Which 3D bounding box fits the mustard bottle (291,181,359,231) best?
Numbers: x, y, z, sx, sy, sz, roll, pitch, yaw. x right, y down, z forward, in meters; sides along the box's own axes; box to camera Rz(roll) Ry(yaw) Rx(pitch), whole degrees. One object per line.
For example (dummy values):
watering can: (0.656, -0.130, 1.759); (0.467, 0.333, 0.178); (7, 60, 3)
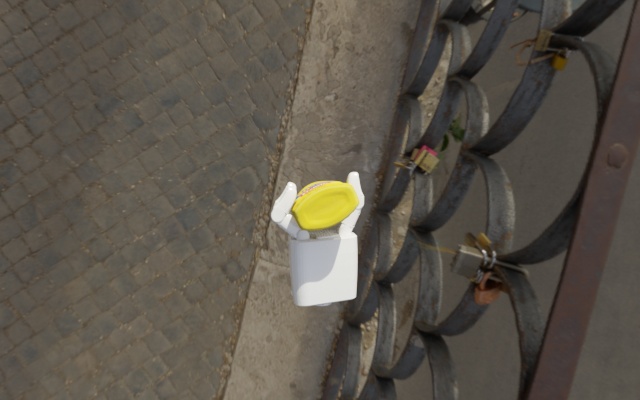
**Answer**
mustard bottle: (0.000, 0.002, 0.770); (0.096, 0.058, 0.191); (-27, 7, -3)
